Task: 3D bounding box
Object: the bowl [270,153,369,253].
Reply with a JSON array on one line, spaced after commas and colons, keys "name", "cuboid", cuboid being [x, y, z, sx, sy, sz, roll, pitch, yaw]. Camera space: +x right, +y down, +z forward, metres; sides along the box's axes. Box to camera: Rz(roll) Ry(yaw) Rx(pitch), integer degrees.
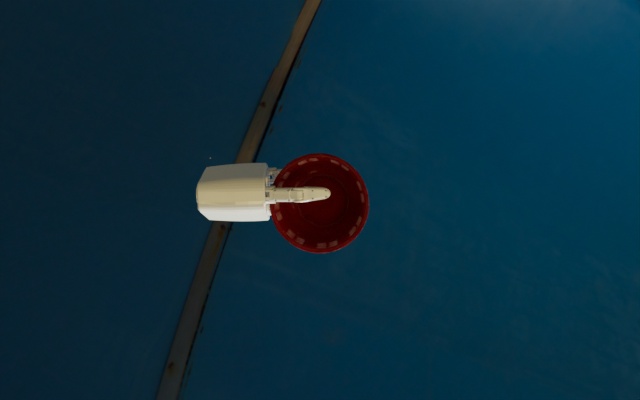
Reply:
[{"name": "bowl", "cuboid": [0.001, 0.003, 0.790, 0.162, 0.162, 0.055, 0, 6, 7]}]
